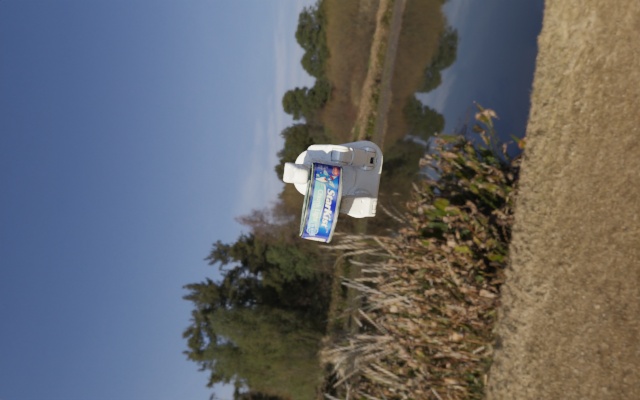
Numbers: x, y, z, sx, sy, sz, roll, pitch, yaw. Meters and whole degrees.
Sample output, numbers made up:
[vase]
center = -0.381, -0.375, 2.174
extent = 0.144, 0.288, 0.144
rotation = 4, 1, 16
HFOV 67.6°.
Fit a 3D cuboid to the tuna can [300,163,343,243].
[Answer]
[tuna can]
center = 0.000, 0.002, 0.527
extent = 0.034, 0.086, 0.086
rotation = 10, -1, -5
